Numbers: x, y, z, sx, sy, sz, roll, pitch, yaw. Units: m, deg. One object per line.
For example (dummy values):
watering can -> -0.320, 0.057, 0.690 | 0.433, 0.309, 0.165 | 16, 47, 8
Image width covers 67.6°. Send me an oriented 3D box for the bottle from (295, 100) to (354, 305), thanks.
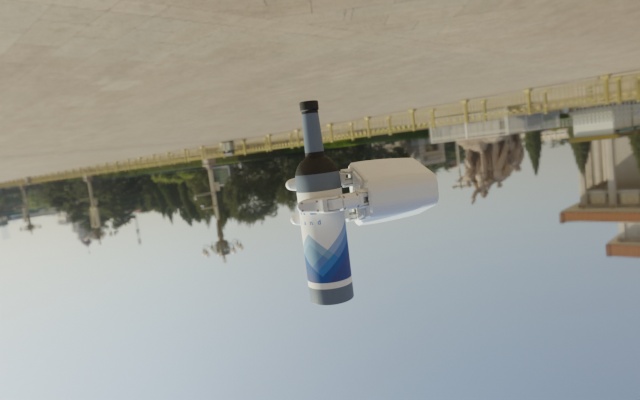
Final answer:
bottle -> 0.000, 0.003, 0.706 | 0.069, 0.296, 0.069 | -7, 6, 1
